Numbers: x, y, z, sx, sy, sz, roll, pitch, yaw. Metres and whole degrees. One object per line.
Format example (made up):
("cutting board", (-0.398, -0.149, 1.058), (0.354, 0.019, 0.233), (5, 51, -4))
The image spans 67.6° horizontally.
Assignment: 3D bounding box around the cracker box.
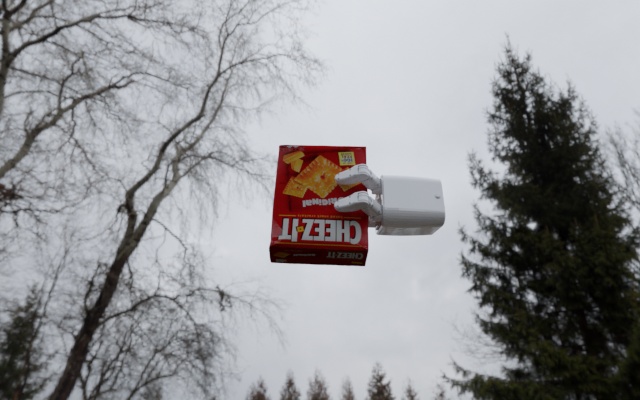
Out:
("cracker box", (0.000, 0.003, 0.841), (0.164, 0.213, 0.072), (2, -32, 0))
